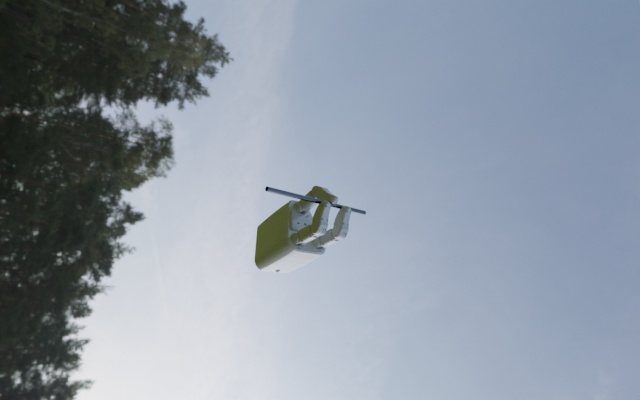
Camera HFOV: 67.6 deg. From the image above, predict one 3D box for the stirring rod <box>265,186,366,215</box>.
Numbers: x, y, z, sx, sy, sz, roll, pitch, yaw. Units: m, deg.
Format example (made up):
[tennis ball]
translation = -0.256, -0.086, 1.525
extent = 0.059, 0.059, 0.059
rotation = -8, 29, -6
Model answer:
[stirring rod]
translation = 0.000, 0.003, 0.827
extent = 0.011, 0.011, 0.239
rotation = 0, -10, 45
